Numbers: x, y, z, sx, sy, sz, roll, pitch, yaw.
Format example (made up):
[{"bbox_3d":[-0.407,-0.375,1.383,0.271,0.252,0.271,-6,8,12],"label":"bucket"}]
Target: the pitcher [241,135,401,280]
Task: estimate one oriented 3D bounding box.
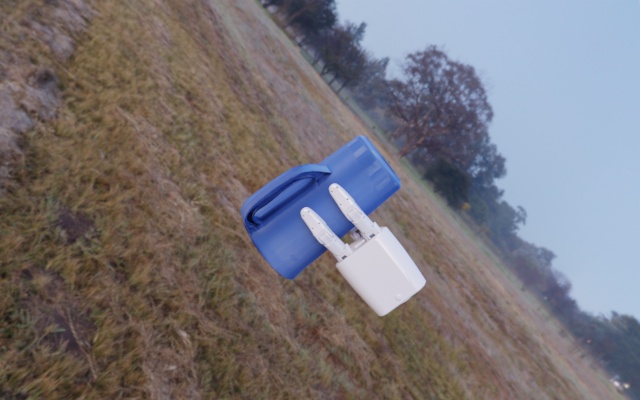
[{"bbox_3d":[0.000,0.003,0.767,0.243,0.145,0.149,-38,1,8],"label":"pitcher"}]
